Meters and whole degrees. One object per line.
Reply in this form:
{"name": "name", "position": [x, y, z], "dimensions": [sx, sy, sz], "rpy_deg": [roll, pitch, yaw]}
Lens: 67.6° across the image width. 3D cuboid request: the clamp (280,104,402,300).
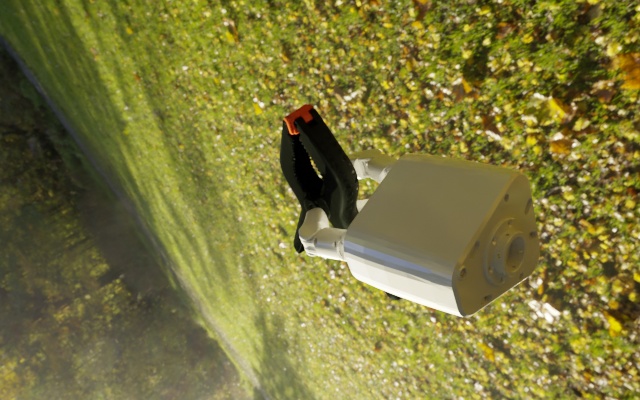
{"name": "clamp", "position": [-0.001, 0.002, 0.495], "dimensions": [0.036, 0.210, 0.164], "rpy_deg": [-39, 31, -30]}
